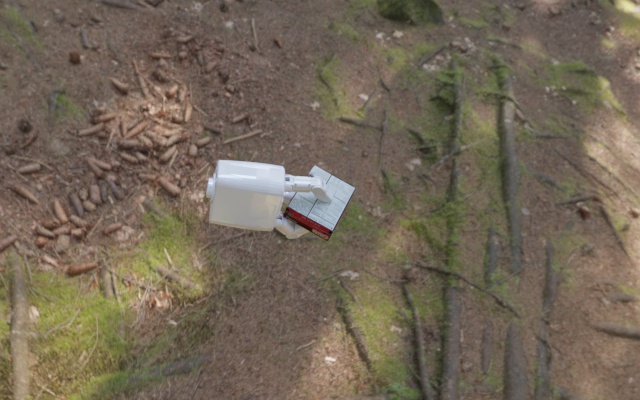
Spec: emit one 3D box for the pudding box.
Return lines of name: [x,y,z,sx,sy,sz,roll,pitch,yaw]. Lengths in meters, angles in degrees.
pudding box: [0.000,0.003,0.829,0.090,0.113,0.039,30,-35,1]
